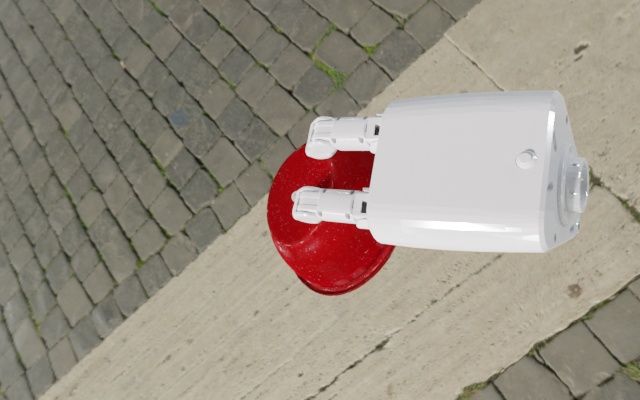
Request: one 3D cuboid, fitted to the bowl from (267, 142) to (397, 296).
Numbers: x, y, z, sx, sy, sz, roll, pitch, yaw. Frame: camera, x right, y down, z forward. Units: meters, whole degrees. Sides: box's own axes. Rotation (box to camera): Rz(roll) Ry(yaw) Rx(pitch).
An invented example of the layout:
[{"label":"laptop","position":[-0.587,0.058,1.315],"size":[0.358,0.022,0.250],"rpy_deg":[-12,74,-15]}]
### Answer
[{"label":"bowl","position":[-0.001,0.002,0.432],"size":[0.055,0.162,0.162],"rpy_deg":[19,-12,-38]}]
